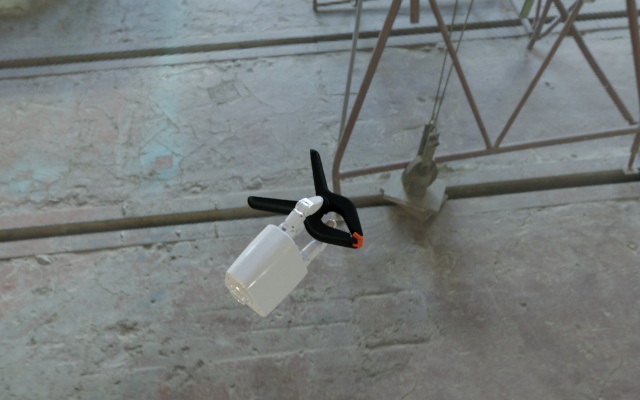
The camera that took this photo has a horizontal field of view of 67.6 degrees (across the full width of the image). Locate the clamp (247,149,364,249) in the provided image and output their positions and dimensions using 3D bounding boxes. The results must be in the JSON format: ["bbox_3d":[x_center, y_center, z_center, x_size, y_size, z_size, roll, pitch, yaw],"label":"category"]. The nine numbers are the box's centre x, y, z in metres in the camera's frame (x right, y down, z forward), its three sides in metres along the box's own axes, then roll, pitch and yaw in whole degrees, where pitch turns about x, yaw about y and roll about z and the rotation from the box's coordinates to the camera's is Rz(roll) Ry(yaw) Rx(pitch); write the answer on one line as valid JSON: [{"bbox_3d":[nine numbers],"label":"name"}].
[{"bbox_3d":[0.000,0.003,0.832,0.210,0.164,0.036,33,-25,21],"label":"clamp"}]
